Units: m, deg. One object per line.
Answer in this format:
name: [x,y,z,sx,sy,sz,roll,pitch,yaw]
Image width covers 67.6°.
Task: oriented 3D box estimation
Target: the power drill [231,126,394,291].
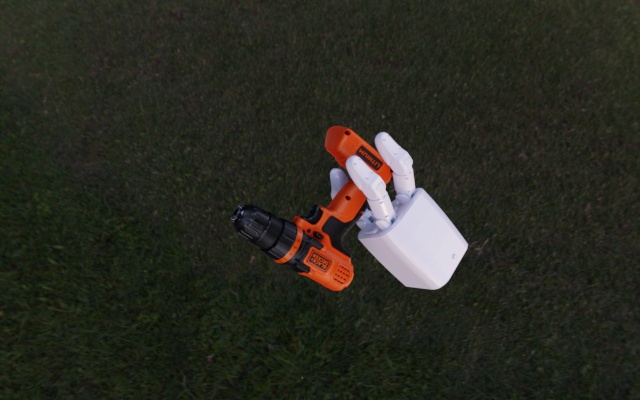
power drill: [0.001,0.002,0.611,0.184,0.187,0.057,35,-9,-30]
